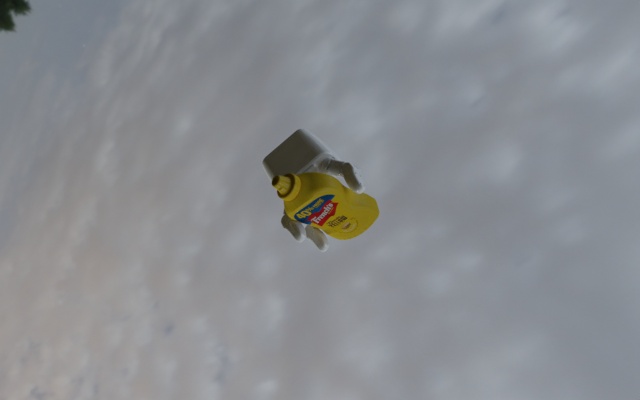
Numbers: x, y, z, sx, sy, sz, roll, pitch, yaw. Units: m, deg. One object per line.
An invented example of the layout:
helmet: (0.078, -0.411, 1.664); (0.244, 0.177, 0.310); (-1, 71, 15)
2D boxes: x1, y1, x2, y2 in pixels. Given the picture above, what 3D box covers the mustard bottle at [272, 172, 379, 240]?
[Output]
mustard bottle: (0.000, 0.003, 0.752); (0.096, 0.058, 0.192); (-34, -42, 30)
